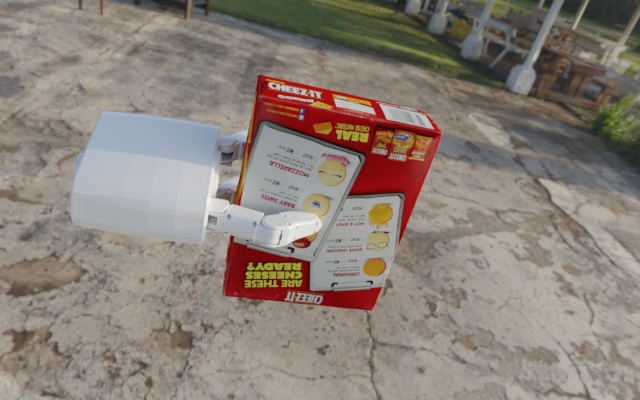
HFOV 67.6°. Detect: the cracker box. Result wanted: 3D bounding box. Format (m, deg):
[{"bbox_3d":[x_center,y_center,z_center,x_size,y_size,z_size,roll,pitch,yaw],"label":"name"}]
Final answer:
[{"bbox_3d":[0.000,0.001,0.471,0.164,0.214,0.072,9,30,-12],"label":"cracker box"}]
